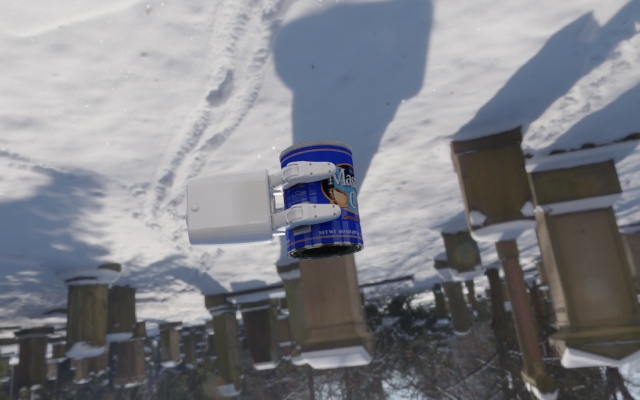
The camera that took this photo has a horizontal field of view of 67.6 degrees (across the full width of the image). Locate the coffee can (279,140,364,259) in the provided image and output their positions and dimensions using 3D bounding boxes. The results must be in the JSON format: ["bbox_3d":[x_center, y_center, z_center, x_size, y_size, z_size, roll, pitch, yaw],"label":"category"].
[{"bbox_3d":[0.000,0.002,0.650,0.103,0.140,0.103,-5,-15,-2],"label":"coffee can"}]
